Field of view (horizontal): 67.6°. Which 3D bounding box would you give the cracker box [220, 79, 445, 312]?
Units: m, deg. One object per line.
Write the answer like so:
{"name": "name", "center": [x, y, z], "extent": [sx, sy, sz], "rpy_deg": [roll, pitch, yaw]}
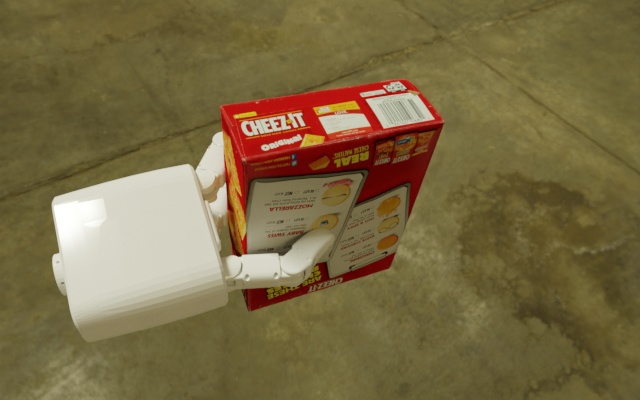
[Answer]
{"name": "cracker box", "center": [0.000, 0.001, 0.440], "extent": [0.164, 0.072, 0.214], "rpy_deg": [-13, -37, -18]}
